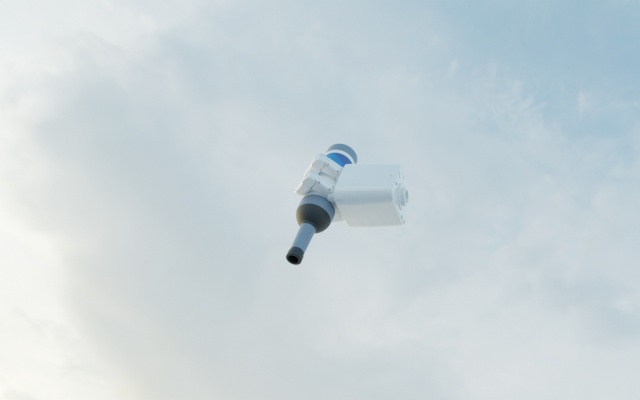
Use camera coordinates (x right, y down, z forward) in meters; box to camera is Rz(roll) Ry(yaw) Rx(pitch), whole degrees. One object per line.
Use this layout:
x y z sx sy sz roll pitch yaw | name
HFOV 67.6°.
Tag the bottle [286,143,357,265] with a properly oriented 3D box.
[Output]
0.000 0.003 0.877 0.069 0.069 0.295 0 39 23 | bottle
